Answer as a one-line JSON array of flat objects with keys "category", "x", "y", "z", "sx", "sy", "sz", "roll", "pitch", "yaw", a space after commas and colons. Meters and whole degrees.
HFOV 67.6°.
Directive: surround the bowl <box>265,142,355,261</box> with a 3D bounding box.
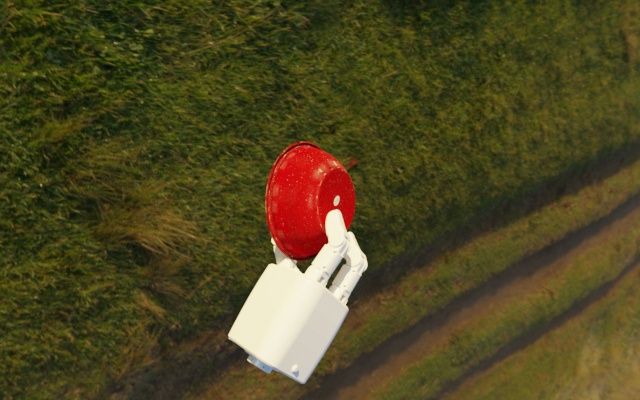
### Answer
[{"category": "bowl", "x": 0.001, "y": 0.001, "z": 0.634, "sx": 0.055, "sy": 0.162, "sz": 0.162, "roll": 2, "pitch": 1, "yaw": 35}]
